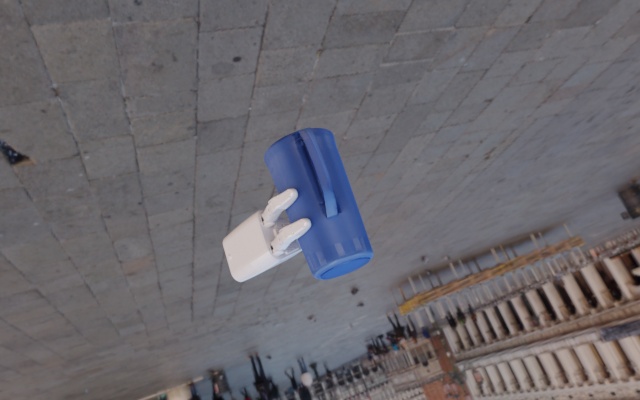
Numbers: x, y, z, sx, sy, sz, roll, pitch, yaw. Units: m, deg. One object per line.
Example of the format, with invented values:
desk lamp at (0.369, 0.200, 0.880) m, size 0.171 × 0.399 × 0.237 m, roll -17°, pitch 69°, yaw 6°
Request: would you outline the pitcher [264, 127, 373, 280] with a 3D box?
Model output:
pitcher at (0.000, 0.003, 0.816) m, size 0.145 × 0.242 × 0.149 m, roll -33°, pitch -22°, yaw 30°
